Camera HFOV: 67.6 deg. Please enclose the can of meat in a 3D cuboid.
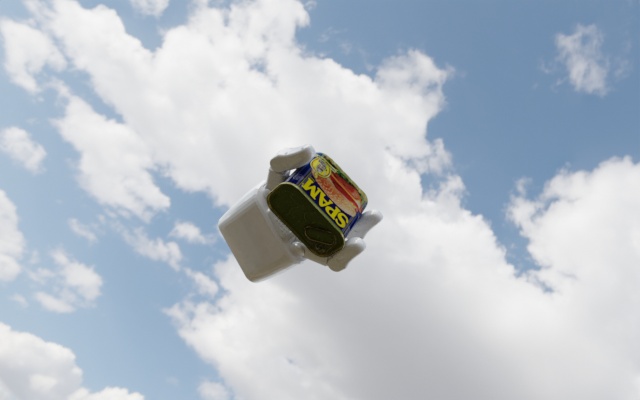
[{"bbox_3d":[0.000,0.002,0.569,0.057,0.102,0.084,-37,10,43],"label":"can of meat"}]
